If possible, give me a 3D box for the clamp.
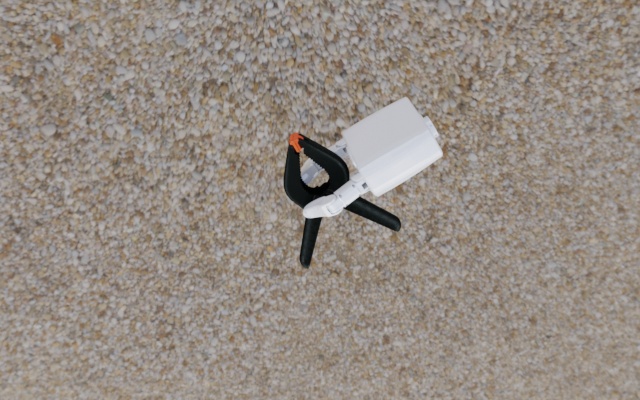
[{"bbox_3d":[0.000,0.002,0.687,0.164,0.210,0.036,-30,26,11],"label":"clamp"}]
